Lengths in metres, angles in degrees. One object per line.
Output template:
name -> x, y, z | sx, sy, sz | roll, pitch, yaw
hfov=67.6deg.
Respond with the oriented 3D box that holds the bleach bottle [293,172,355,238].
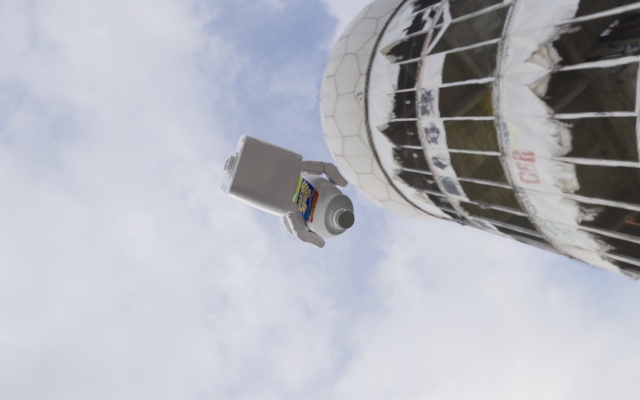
bleach bottle -> 0.000, 0.003, 0.833 | 0.068, 0.102, 0.251 | 20, 1, -21
